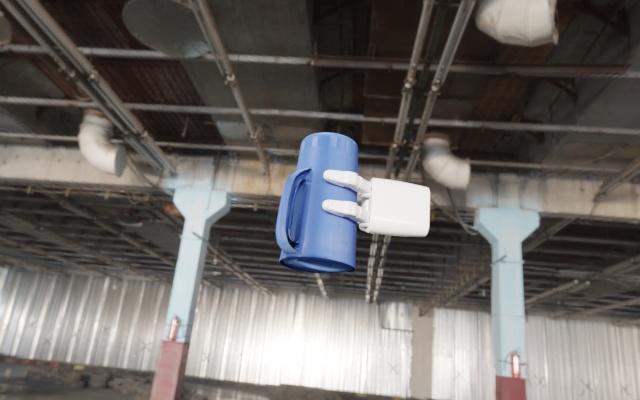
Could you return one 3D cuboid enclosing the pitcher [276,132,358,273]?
[{"bbox_3d":[0.000,0.003,0.850,0.145,0.242,0.149,7,-19,-5],"label":"pitcher"}]
